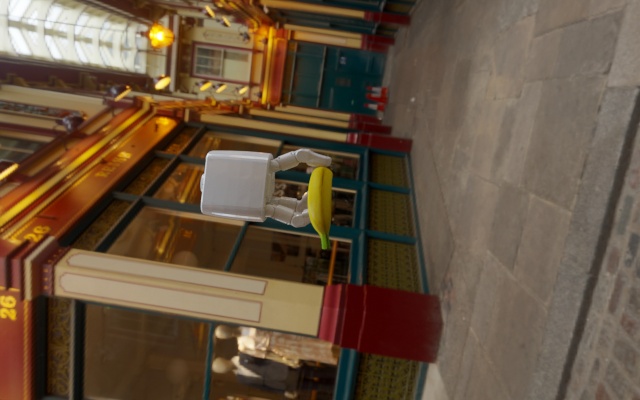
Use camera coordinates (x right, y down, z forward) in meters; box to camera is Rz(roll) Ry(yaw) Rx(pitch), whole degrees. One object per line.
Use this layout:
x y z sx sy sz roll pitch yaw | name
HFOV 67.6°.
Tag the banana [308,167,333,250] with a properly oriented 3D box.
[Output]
0.000 -0.011 0.761 0.037 0.070 0.197 2 36 2 | banana
